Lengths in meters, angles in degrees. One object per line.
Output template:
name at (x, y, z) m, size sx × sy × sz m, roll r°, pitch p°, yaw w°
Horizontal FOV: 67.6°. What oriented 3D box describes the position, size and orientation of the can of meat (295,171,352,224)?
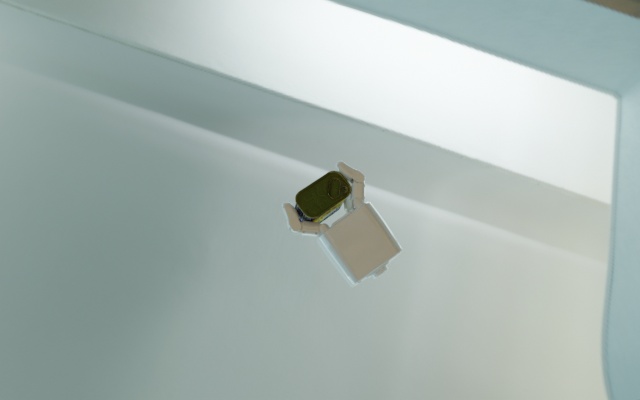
can of meat at (0.000, 0.003, 0.877) m, size 0.102 × 0.057 × 0.084 m, roll -35°, pitch -13°, yaw -19°
